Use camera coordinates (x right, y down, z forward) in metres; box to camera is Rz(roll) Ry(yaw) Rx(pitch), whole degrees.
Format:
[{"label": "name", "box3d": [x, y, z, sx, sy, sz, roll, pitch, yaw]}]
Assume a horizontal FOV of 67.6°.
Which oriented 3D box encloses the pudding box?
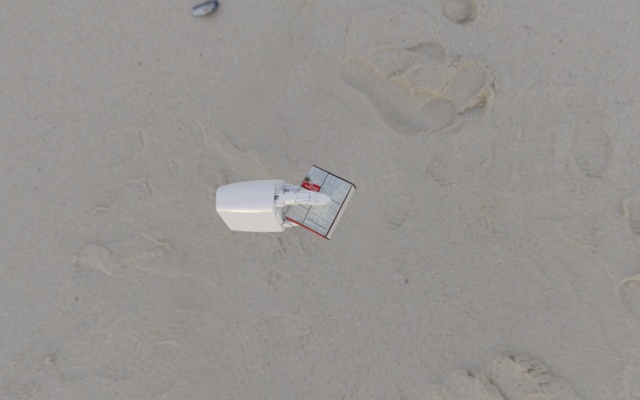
[{"label": "pudding box", "box3d": [0.000, 0.003, 0.872, 0.090, 0.113, 0.039, 27, -4, 15]}]
